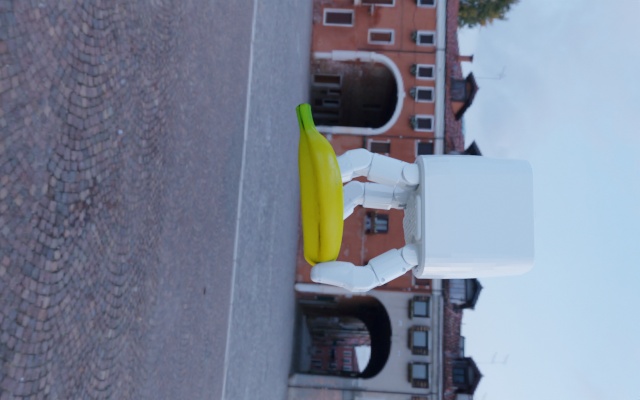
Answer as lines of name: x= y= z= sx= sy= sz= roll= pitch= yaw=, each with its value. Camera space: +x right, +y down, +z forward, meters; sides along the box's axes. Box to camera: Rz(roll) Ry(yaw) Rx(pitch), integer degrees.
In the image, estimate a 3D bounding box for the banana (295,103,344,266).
banana: x=0.001 y=0.012 z=0.433 sx=0.037 sy=0.069 sz=0.198 roll=-3 pitch=-45 yaw=-2
